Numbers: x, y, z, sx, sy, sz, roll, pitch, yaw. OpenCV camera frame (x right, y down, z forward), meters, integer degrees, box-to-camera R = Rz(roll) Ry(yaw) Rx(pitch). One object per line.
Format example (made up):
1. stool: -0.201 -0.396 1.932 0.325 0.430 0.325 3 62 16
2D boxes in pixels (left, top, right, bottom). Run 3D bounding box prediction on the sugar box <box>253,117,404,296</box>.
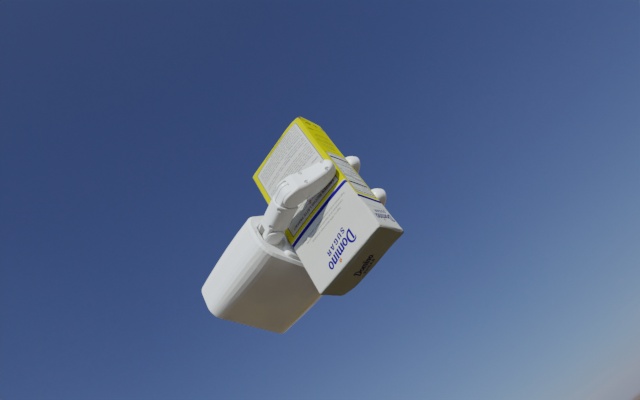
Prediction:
1. sugar box: 0.000 0.002 0.491 0.048 0.093 0.176 14 32 -46
